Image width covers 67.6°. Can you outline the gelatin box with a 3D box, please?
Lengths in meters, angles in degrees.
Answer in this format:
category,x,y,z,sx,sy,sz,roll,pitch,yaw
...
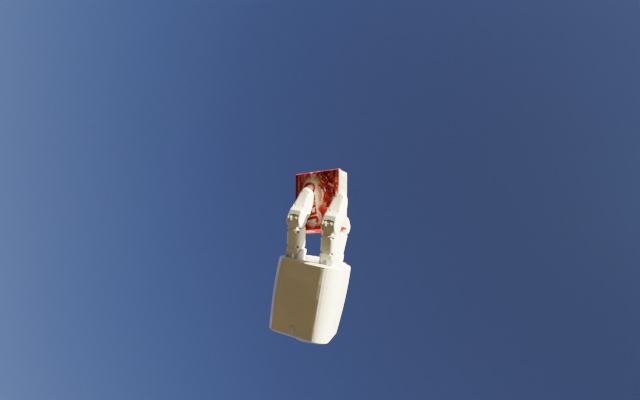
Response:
category,x,y,z,sx,sy,sz,roll,pitch,yaw
gelatin box,0.000,0.002,0.700,0.073,0.089,0.030,-6,-15,27
